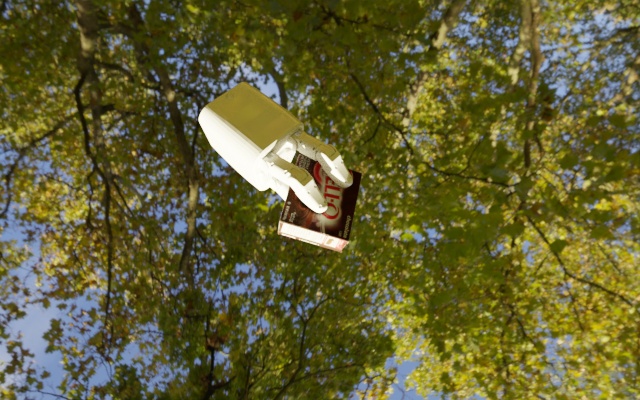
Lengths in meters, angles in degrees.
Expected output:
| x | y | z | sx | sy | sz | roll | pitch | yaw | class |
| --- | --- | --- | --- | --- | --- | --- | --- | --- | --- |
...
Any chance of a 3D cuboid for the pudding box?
| x | y | z | sx | sy | sz | roll | pitch | yaw | class |
| --- | --- | --- | --- | --- | --- | --- | --- | --- | --- |
| 0.000 | 0.002 | 0.624 | 0.090 | 0.113 | 0.039 | 16 | -32 | -4 | pudding box |
